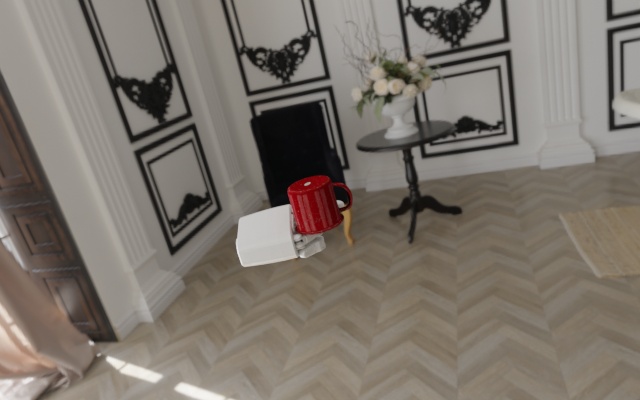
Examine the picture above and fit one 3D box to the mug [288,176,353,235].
[{"bbox_3d":[0.001,0.002,0.865,0.117,0.081,0.093,-14,19,4],"label":"mug"}]
